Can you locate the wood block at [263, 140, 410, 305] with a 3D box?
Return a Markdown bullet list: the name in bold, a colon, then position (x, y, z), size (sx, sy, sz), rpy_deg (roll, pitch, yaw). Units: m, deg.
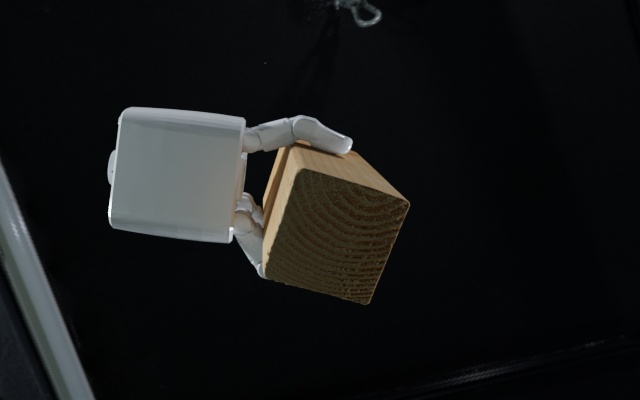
- **wood block**: position (0.000, 0.001, 0.450), size (0.090, 0.091, 0.206), rpy_deg (17, 13, -11)
